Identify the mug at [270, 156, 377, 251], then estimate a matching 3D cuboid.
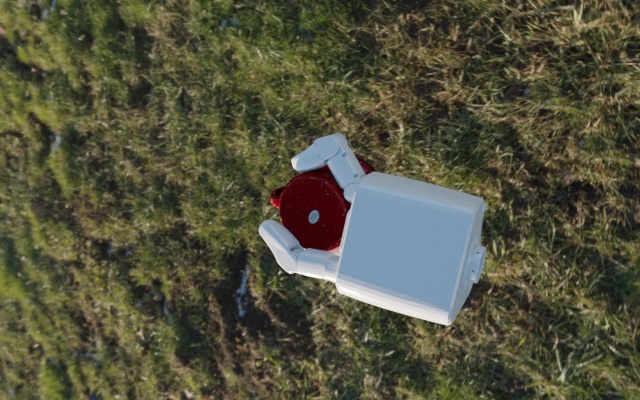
[{"bbox_3d":[-0.001,0.001,0.503,0.117,0.093,0.081,13,20,26],"label":"mug"}]
